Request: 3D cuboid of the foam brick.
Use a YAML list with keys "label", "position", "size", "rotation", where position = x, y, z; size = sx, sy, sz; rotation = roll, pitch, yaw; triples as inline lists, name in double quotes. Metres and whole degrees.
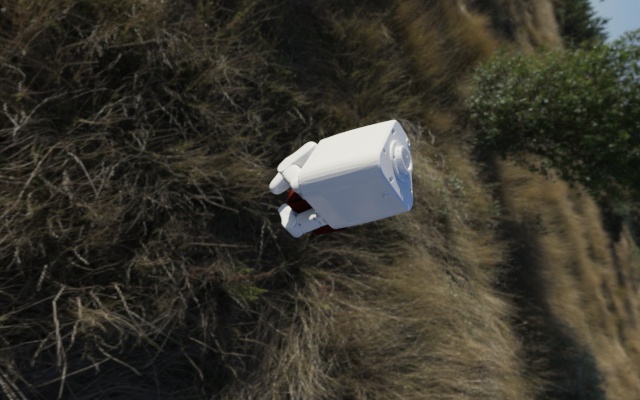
- label: "foam brick"
  position: [0.000, 0.002, 0.647]
  size: [0.051, 0.053, 0.078]
  rotation: [-14, -44, 31]
